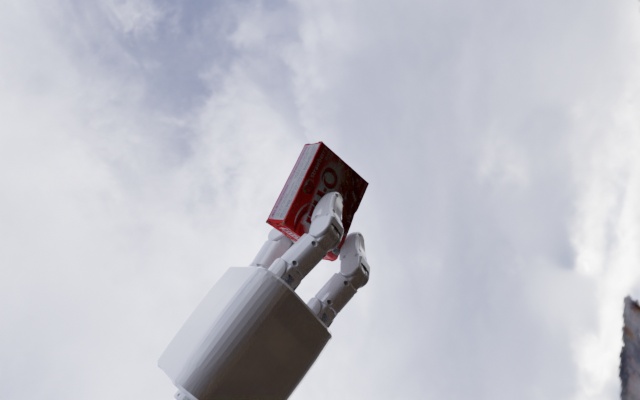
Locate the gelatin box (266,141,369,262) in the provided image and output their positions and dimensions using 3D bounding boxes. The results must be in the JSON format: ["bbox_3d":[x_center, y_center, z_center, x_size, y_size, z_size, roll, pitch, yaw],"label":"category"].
[{"bbox_3d":[0.000,0.001,0.450,0.073,0.089,0.030,38,-23,-34],"label":"gelatin box"}]
